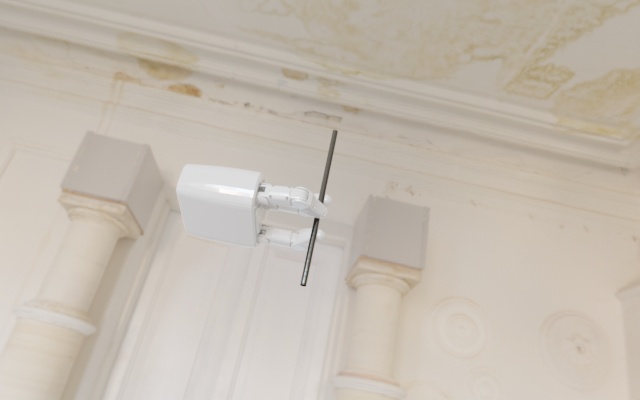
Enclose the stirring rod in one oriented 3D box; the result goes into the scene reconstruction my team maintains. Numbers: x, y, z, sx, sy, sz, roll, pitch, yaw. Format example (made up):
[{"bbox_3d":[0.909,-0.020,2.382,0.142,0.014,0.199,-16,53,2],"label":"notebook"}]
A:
[{"bbox_3d":[0.000,0.002,0.655,0.011,0.239,0.011,9,-27,5],"label":"stirring rod"}]
